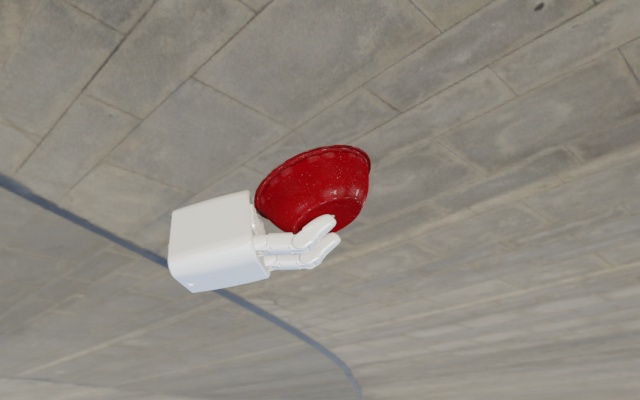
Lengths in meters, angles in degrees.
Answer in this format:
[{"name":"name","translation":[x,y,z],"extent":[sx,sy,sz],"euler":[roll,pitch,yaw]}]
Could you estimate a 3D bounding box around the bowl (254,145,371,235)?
[{"name":"bowl","translation":[0.001,0.002,0.607],"extent":[0.162,0.055,0.162],"euler":[-18,-29,-11]}]
